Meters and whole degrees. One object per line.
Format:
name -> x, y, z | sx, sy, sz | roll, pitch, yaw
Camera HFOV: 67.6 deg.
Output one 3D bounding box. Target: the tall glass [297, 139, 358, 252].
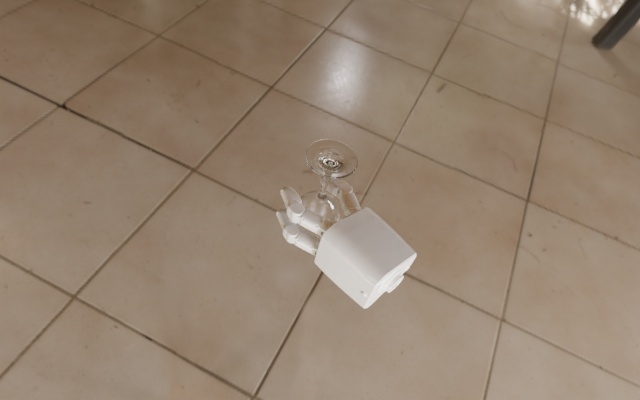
tall glass -> 0.000, 0.002, 0.740 | 0.079, 0.079, 0.201 | 0, -38, -12
